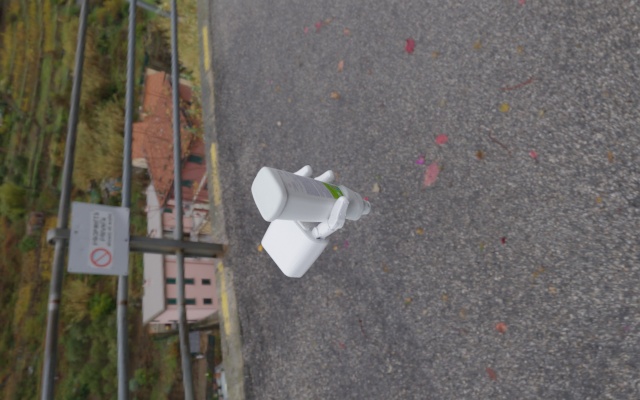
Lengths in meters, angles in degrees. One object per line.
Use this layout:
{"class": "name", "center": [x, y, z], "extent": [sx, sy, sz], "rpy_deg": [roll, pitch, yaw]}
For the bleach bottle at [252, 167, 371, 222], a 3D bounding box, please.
{"class": "bleach bottle", "center": [0.000, 0.003, 0.898], "extent": [0.251, 0.068, 0.102], "rpy_deg": [10, 34, -38]}
